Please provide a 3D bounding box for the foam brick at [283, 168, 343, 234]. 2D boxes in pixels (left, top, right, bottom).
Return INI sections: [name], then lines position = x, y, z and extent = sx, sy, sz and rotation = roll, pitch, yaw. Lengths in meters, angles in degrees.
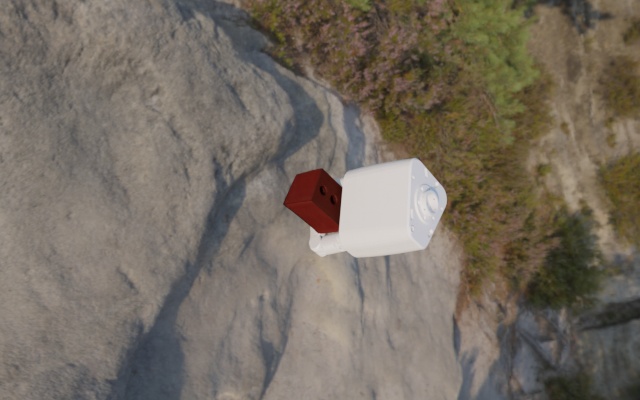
[foam brick]
position = 0.000, 0.002, 0.642
extent = 0.051, 0.053, 0.078
rotation = -10, -40, 43
